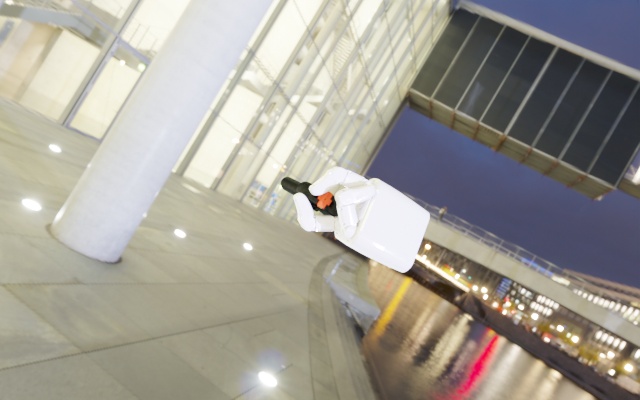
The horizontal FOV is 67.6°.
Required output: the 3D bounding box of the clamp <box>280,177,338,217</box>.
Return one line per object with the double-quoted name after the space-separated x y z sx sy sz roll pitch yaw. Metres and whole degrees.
0.000 0.002 0.801 0.120 0.039 0.171 28 -1 -18 "clamp"
